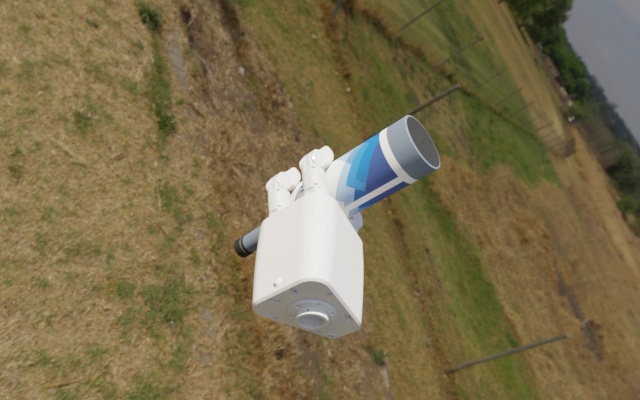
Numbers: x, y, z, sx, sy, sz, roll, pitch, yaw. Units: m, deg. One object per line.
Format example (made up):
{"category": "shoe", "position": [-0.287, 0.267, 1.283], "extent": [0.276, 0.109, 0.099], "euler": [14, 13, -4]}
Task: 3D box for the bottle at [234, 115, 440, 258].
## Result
{"category": "bottle", "position": [0.000, 0.002, 0.582], "extent": [0.296, 0.069, 0.069], "euler": [-30, -17, 30]}
